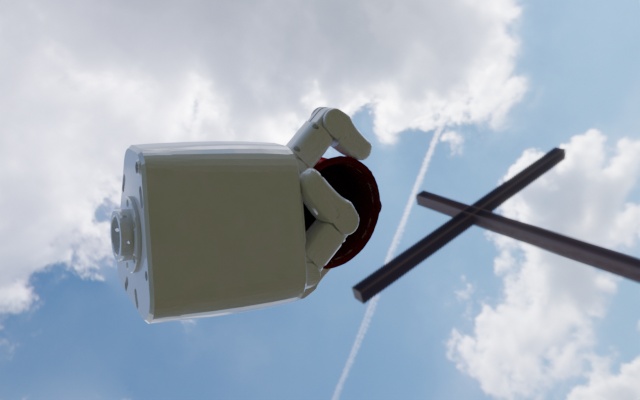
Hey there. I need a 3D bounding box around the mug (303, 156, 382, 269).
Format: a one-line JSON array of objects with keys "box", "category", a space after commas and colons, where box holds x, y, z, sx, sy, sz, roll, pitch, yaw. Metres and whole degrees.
[{"box": [0.001, 0.001, 0.420, 0.117, 0.093, 0.081, -3, 15, -35], "category": "mug"}]
